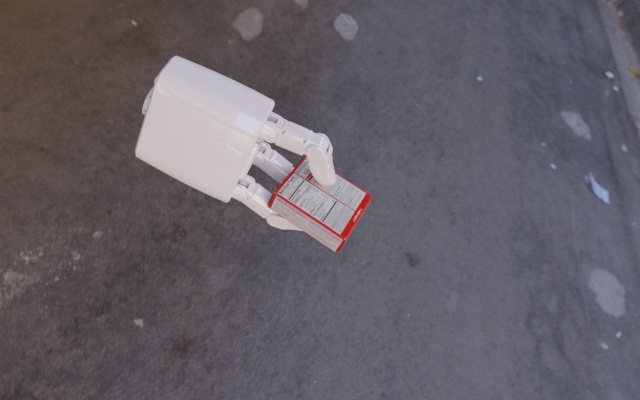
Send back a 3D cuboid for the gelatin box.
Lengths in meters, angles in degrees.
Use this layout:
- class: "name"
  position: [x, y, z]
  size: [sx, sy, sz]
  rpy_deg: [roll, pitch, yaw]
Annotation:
- class: "gelatin box"
  position: [0.001, 0.002, 0.504]
  size: [0.089, 0.073, 0.030]
  rpy_deg: [33, -42, 4]
